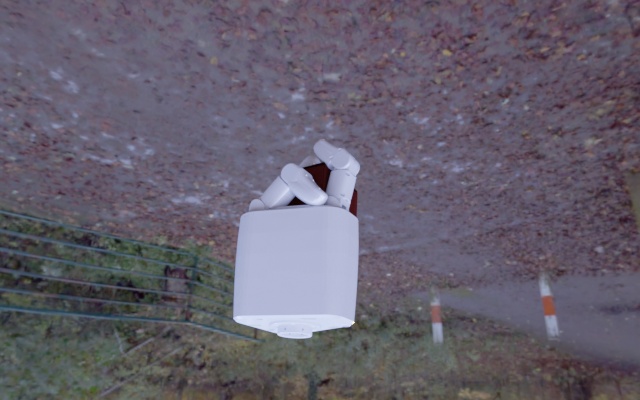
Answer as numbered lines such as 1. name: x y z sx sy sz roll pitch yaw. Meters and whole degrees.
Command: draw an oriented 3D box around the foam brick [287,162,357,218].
1. foam brick: 0.000 0.002 0.523 0.053 0.051 0.078 -12 -28 29
